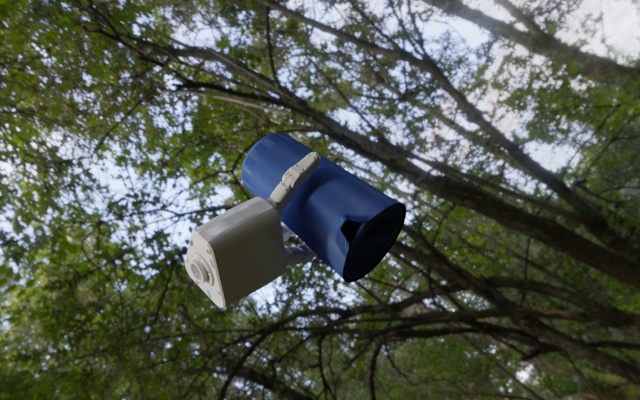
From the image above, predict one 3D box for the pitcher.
[{"bbox_3d":[0.000,0.002,0.718,0.145,0.149,0.242,-31,55,-34],"label":"pitcher"}]
